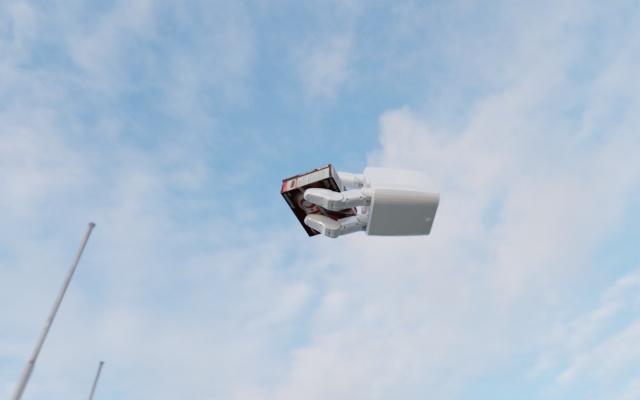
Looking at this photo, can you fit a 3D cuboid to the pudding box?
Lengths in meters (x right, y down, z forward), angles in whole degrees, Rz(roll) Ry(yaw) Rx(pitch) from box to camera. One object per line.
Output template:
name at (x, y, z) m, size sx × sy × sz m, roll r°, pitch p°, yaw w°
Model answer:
pudding box at (0.000, 0.002, 0.773) m, size 0.090 × 0.114 × 0.039 m, roll -18°, pitch 38°, yaw 16°
